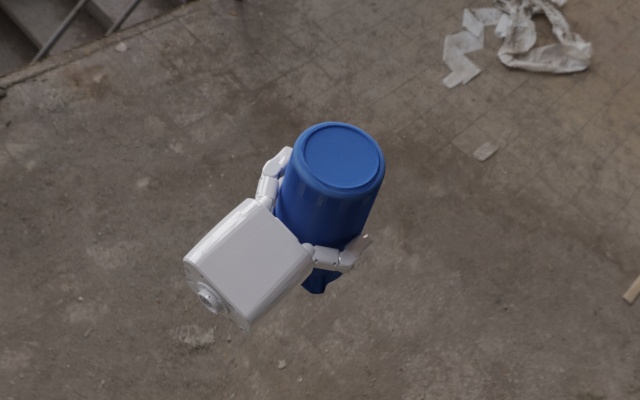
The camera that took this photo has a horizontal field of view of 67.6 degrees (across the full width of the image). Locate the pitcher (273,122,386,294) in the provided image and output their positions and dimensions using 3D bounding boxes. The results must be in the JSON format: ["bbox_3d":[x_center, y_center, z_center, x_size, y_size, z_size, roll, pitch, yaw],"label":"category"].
[{"bbox_3d":[0.000,0.002,0.634,0.145,0.149,0.243,-44,-14,-30],"label":"pitcher"}]
